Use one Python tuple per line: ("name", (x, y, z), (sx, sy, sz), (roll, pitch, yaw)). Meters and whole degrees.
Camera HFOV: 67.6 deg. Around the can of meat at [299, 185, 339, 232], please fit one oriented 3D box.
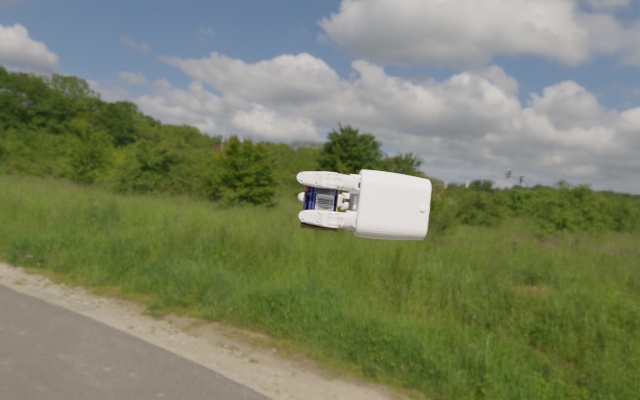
("can of meat", (0.000, 0.002, 0.738), (0.057, 0.084, 0.102), (6, -1, -2))
